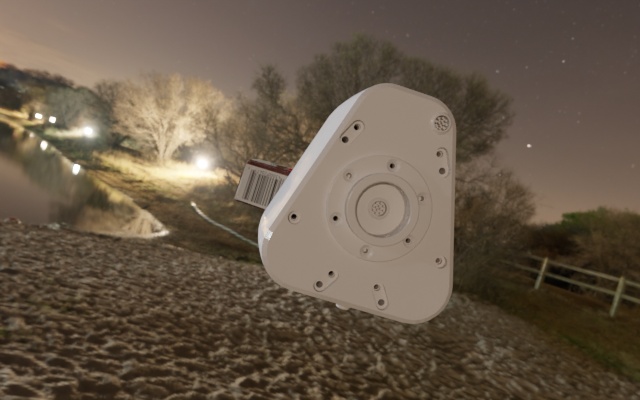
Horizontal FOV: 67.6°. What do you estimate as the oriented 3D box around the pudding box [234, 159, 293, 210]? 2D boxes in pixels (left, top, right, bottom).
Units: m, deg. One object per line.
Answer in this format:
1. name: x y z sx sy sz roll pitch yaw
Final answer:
1. pudding box: 0.000 0.001 0.401 0.113 0.039 0.090 20 3 23
